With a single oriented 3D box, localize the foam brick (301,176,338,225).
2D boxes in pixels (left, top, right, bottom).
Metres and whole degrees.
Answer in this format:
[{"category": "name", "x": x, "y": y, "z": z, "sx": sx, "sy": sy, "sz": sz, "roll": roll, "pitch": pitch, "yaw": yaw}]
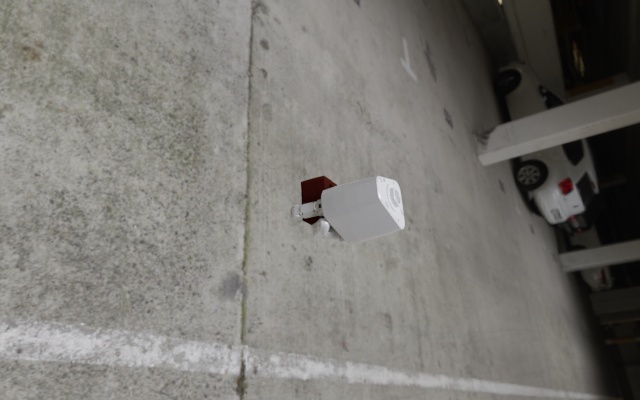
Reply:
[{"category": "foam brick", "x": 0.000, "y": 0.003, "z": 0.865, "sx": 0.051, "sy": 0.078, "sz": 0.053, "roll": -17, "pitch": -28, "yaw": 28}]
